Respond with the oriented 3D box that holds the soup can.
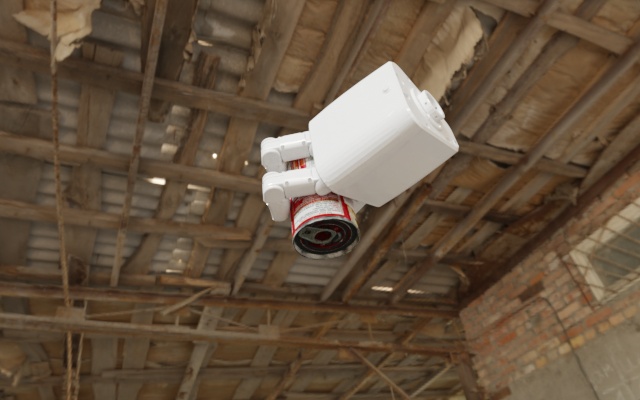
[{"bbox_3d":[0.000,0.002,0.505,0.068,0.102,0.069,-5,-41,-5],"label":"soup can"}]
